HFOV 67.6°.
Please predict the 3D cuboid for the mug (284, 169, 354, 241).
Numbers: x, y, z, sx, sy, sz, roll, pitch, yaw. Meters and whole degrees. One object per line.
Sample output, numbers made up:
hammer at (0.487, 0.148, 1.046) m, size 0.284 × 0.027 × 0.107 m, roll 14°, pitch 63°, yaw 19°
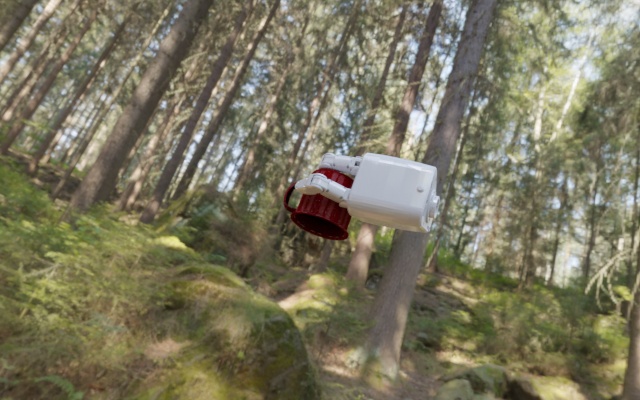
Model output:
mug at (-0.001, 0.002, 0.736) m, size 0.117 × 0.081 × 0.093 m, roll 13°, pitch -22°, yaw 20°
